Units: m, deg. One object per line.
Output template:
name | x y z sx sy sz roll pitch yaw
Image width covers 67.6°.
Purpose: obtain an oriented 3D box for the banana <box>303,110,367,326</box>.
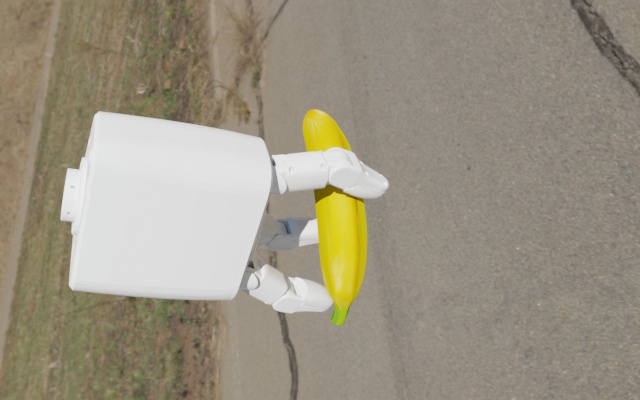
banana | 0.008 -0.002 0.393 0.037 0.197 0.070 5 -23 -25
